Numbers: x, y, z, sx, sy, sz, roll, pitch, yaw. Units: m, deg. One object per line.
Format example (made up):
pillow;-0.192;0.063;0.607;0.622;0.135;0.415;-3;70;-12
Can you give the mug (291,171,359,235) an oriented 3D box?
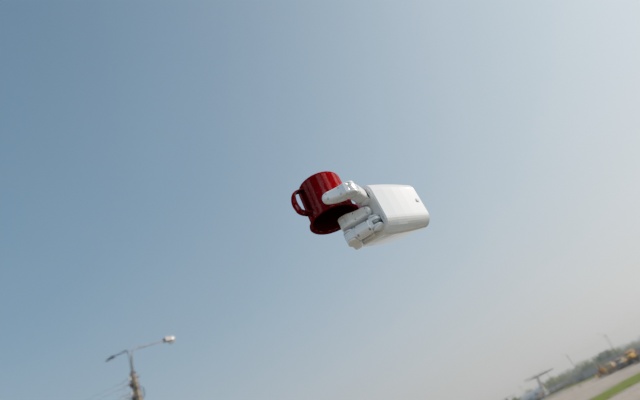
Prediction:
mug;-0.001;0.003;0.847;0.117;0.081;0.093;-3;-37;-32
